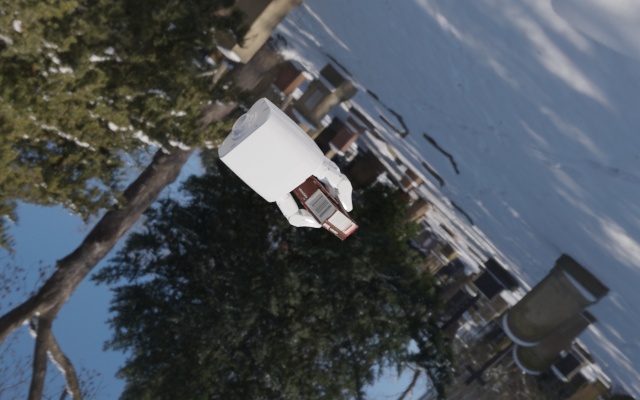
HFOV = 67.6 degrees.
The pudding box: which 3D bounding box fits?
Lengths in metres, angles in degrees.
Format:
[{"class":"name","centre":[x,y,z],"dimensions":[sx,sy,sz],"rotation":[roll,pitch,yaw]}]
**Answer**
[{"class":"pudding box","centre":[0.000,0.003,0.753],"dimensions":[0.113,0.039,0.090],"rotation":[52,8,32]}]
